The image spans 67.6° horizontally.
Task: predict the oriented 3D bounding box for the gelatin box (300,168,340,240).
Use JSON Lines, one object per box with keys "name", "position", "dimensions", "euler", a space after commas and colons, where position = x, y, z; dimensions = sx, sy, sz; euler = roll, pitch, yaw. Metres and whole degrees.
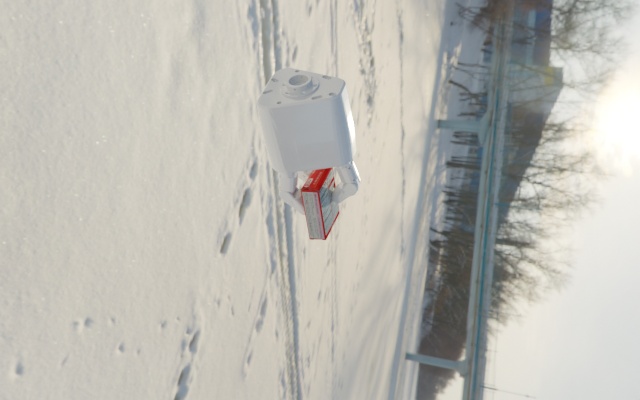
{"name": "gelatin box", "position": [0.001, 0.003, 0.708], "dimensions": [0.030, 0.089, 0.073], "euler": [2, 33, 19]}
